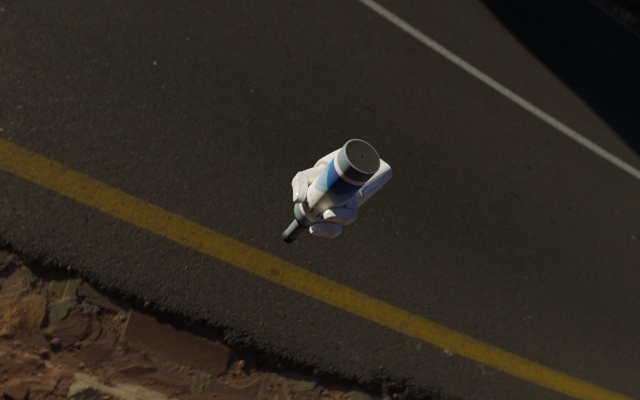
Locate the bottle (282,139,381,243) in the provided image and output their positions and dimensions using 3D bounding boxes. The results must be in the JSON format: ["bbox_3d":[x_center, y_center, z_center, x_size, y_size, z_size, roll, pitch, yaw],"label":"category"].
[{"bbox_3d":[0.000,0.003,0.856,0.069,0.069,0.296,0,-29,-31],"label":"bottle"}]
